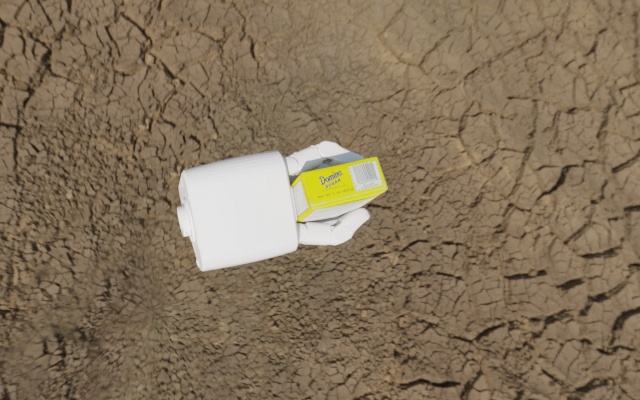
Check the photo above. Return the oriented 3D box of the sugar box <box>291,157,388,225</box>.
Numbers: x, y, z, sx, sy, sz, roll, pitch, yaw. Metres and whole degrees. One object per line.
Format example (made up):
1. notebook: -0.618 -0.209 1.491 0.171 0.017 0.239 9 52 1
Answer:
1. sugar box: 0.000 0.001 0.574 0.093 0.048 0.176 -13 -8 -21
